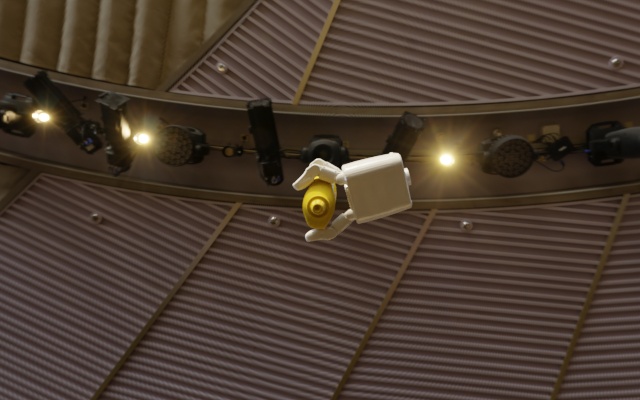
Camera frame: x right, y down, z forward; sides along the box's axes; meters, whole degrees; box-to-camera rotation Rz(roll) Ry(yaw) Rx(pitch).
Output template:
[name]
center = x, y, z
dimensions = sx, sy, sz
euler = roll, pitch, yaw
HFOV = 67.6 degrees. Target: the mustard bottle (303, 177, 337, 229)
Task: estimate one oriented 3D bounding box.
[mustard bottle]
center = 0.000, 0.003, 0.895
dimensions = 0.058, 0.096, 0.191
euler = 9, 7, 1
